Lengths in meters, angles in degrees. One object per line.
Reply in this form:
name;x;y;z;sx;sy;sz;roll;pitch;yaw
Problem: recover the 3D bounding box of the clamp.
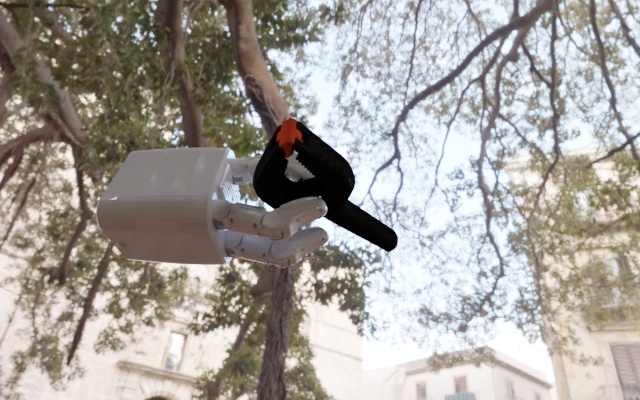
clamp;0.000;0.001;0.469;0.164;0.036;0.210;-1;-34;3
